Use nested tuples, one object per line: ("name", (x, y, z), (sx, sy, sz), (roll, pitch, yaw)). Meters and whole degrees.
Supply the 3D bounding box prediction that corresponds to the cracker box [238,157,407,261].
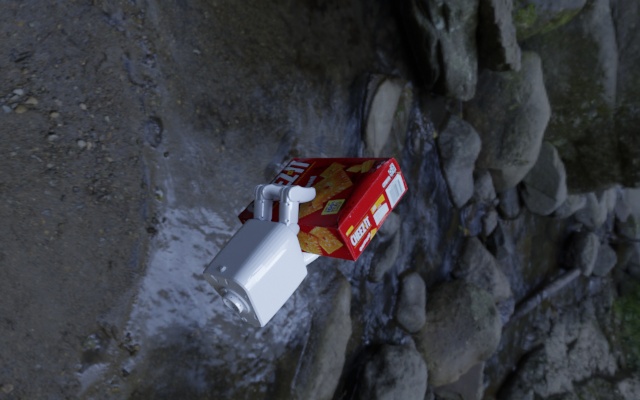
("cracker box", (0.000, 0.003, 0.740), (0.213, 0.072, 0.164), (5, 43, 42))
